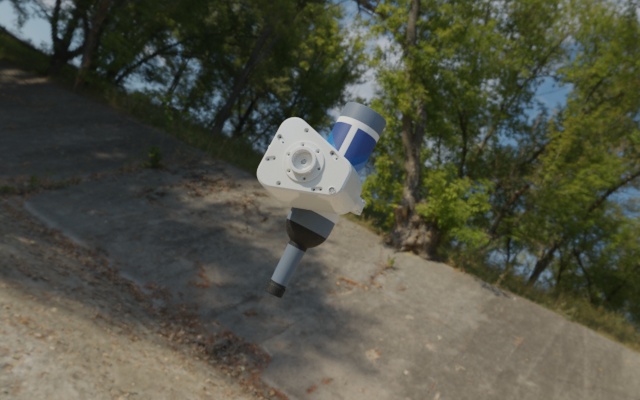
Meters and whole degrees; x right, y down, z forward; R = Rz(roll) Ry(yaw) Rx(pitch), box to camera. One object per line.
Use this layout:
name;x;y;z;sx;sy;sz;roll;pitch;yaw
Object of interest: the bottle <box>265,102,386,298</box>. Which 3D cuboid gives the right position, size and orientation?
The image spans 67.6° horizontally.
bottle;0.000;0.002;0.690;0.069;0.295;0.069;27;-5;3
